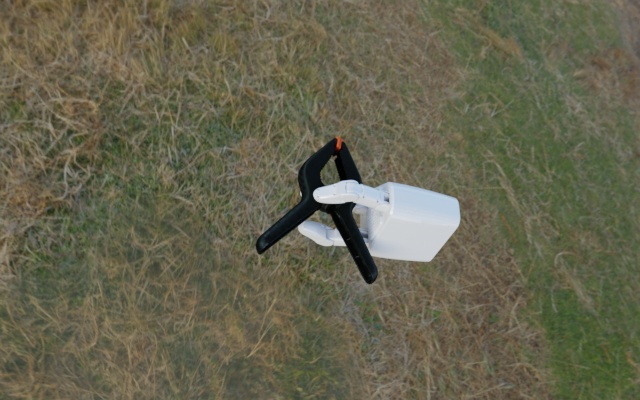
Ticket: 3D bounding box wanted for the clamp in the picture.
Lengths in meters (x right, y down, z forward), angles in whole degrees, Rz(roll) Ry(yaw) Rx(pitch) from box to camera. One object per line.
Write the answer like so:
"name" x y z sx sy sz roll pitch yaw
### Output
"clamp" 0.001 0.001 0.650 0.164 0.210 0.036 11 -29 -17
